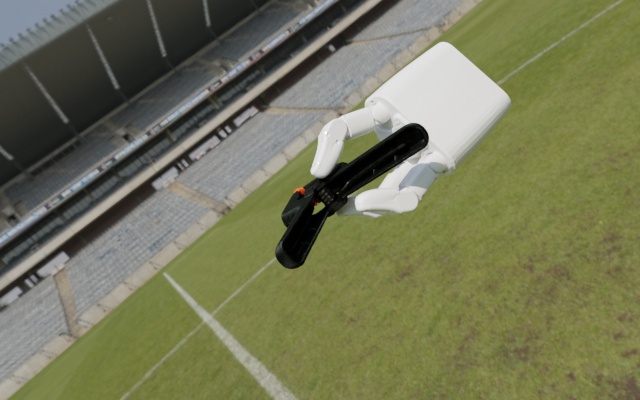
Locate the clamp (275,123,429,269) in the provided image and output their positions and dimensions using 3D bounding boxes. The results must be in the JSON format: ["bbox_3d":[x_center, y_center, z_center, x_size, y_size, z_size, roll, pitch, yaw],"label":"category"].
[{"bbox_3d":[0.000,0.001,0.469,0.164,0.036,0.210,-43,9,-18],"label":"clamp"}]
